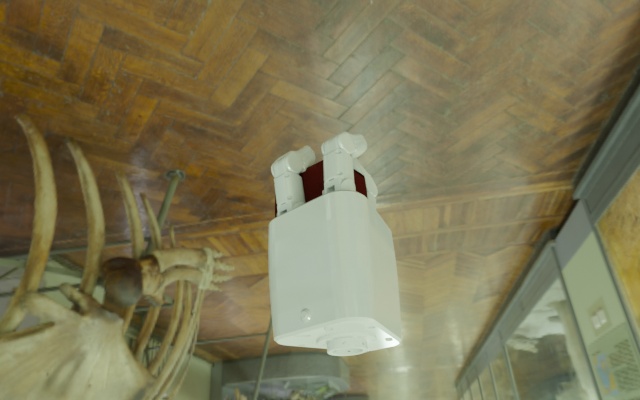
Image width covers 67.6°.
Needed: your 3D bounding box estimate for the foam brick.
[{"bbox_3d":[0.000,0.002,0.464,0.078,0.051,0.053,-25,-36,33],"label":"foam brick"}]
